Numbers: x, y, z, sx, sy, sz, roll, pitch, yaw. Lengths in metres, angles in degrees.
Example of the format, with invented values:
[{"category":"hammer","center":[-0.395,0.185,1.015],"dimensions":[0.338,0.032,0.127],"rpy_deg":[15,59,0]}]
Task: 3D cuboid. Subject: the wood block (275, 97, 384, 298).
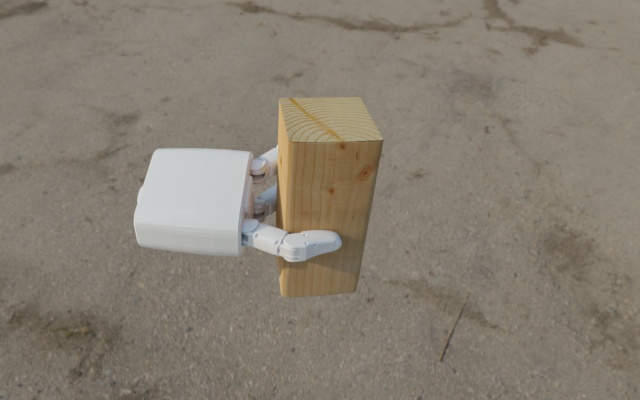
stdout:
[{"category":"wood block","center":[0.000,0.002,0.523],"dimensions":[0.090,0.206,0.090],"rpy_deg":[-3,38,-10]}]
